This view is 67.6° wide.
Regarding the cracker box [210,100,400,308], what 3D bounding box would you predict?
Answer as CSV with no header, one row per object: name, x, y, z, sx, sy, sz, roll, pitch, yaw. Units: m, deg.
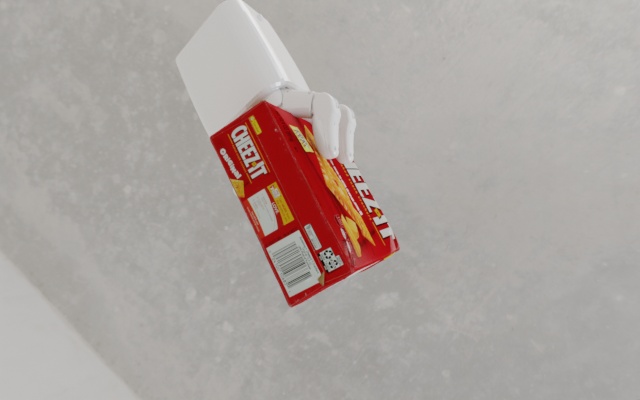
cracker box,0.000,0.002,0.488,0.072,0.164,0.214,-30,-10,17
